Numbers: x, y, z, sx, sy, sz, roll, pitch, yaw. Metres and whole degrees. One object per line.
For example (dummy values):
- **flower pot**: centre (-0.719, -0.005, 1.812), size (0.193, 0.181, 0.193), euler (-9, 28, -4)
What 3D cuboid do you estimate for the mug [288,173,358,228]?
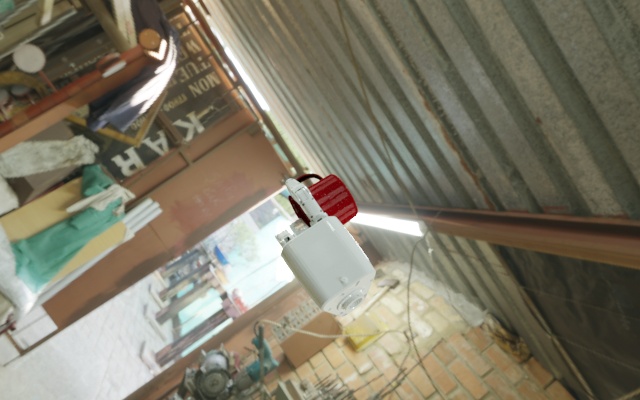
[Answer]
- **mug**: centre (0.000, 0.001, 0.774), size (0.081, 0.117, 0.093), euler (-32, -29, -10)
